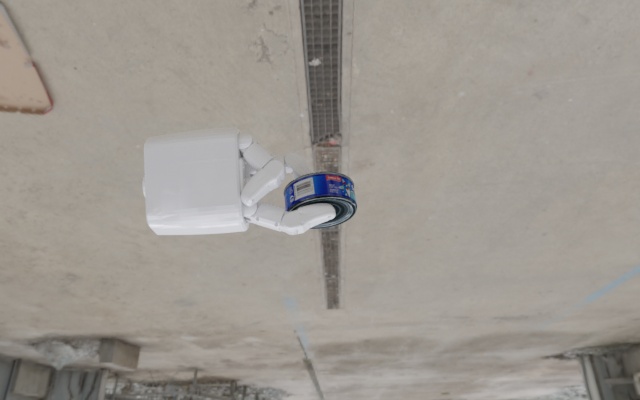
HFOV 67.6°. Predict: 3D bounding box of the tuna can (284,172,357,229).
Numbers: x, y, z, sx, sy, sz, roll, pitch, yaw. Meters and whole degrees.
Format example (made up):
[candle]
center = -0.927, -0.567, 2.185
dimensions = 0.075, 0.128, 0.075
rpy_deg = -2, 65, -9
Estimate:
[tuna can]
center = 0.000, 0.002, 0.568
dimensions = 0.086, 0.033, 0.086
rpy_deg = -6, -28, -3
